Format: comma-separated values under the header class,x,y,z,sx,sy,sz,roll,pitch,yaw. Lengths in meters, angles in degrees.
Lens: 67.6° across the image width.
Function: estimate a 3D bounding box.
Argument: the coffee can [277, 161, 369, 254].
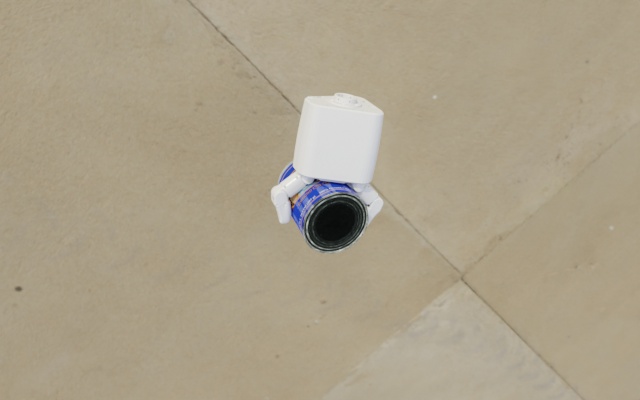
class,x,y,z,sx,sy,sz,roll,pitch,yaw
coffee can,0.000,0.003,0.745,0.103,0.103,0.140,0,27,-22
